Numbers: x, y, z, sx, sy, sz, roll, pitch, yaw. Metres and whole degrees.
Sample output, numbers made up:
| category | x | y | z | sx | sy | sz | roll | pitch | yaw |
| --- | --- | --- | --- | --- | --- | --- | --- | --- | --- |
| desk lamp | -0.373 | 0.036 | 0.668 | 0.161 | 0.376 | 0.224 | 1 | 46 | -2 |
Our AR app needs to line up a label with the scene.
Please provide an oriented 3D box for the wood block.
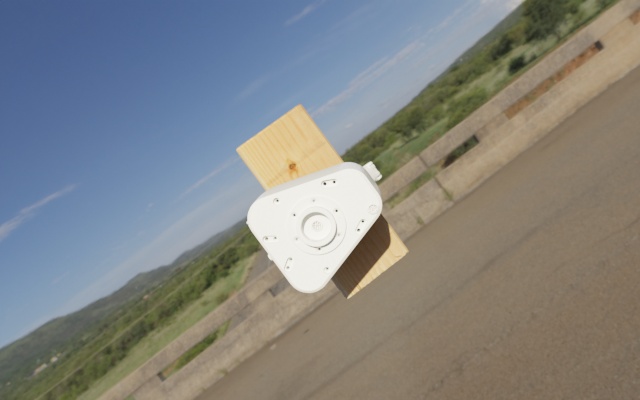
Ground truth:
| category | x | y | z | sx | sy | sz | roll | pitch | yaw |
| --- | --- | --- | --- | --- | --- | --- | --- | --- | --- |
| wood block | 0.000 | 0.002 | 0.569 | 0.091 | 0.206 | 0.090 | -36 | 3 | -5 |
